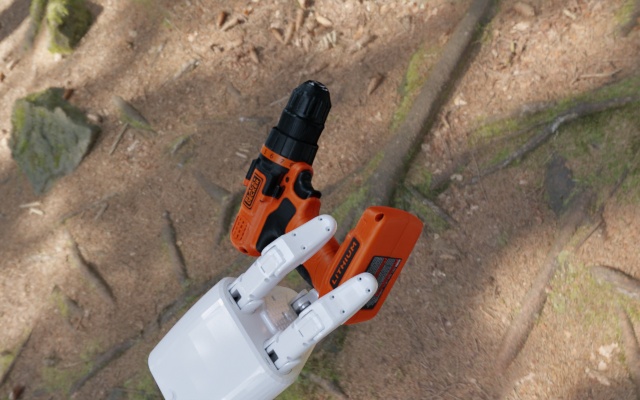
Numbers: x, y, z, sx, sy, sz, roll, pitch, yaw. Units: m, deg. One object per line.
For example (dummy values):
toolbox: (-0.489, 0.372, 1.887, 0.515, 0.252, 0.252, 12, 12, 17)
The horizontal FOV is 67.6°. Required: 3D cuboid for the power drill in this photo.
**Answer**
power drill: (0.000, 0.002, 0.423, 0.057, 0.184, 0.187, 10, 21, -41)
